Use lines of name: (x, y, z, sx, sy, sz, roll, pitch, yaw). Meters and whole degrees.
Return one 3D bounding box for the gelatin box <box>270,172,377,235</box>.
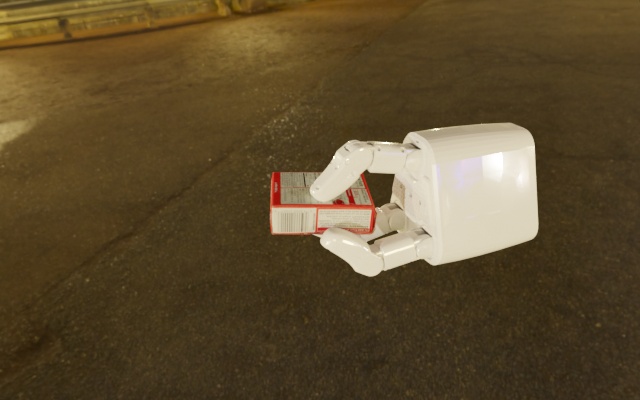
gelatin box: (0.000, 0.001, 0.427, 0.089, 0.030, 0.073, 0, 27, -5)
